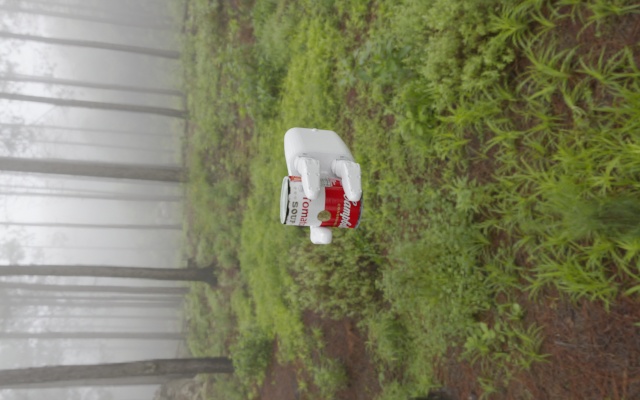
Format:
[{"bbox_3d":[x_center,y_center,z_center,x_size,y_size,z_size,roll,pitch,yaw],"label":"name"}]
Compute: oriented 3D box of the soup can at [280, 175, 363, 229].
[{"bbox_3d":[0.000,0.002,0.652,0.102,0.068,0.068,4,-1,-12],"label":"soup can"}]
